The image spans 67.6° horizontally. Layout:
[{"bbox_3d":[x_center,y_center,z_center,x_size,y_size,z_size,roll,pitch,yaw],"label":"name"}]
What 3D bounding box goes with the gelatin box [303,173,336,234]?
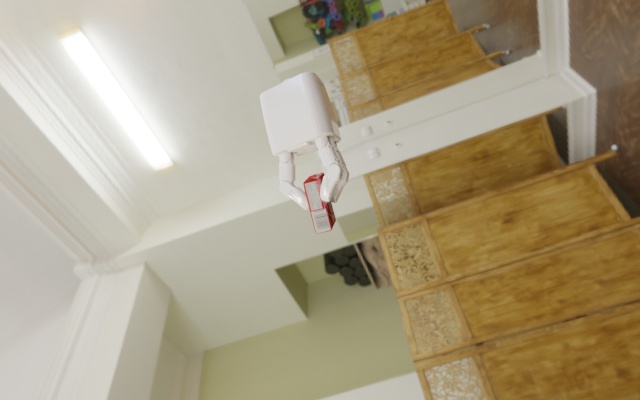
[{"bbox_3d":[0.000,0.003,0.787,0.030,0.089,0.073,-13,8,9],"label":"gelatin box"}]
